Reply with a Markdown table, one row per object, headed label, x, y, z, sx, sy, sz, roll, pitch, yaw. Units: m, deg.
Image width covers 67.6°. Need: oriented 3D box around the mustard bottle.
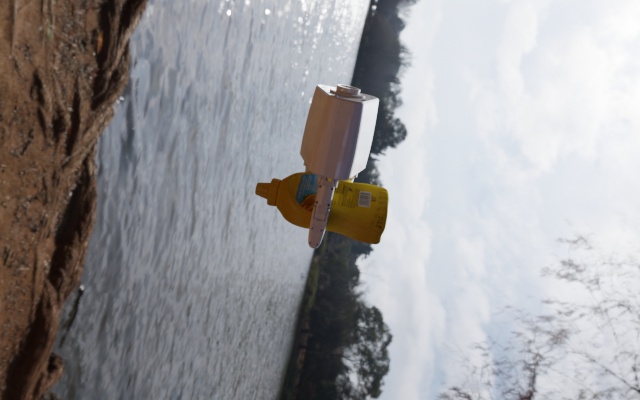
| label | x | y | z | sx | sy | sz | roll | pitch | yaw |
| --- | --- | --- | --- | --- | --- | --- | --- | --- | --- |
| mustard bottle | 0.000 | 0.003 | 0.695 | 0.191 | 0.058 | 0.096 | 13 | 45 | 0 |
